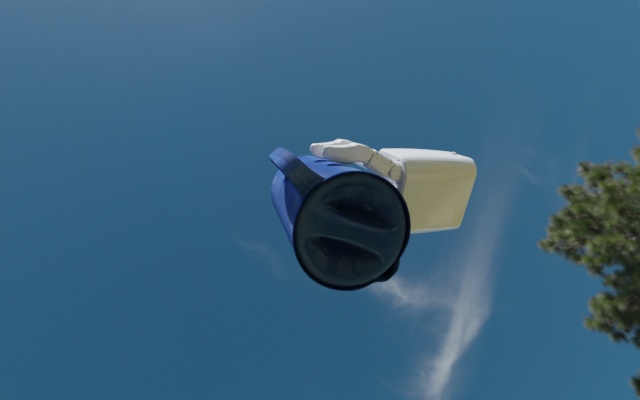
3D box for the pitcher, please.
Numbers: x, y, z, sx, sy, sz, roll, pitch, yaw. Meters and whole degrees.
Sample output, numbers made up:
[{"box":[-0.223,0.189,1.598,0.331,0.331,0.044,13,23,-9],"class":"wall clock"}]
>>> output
[{"box":[0.000,0.002,0.612,0.145,0.149,0.242,-1,13,-15],"class":"pitcher"}]
